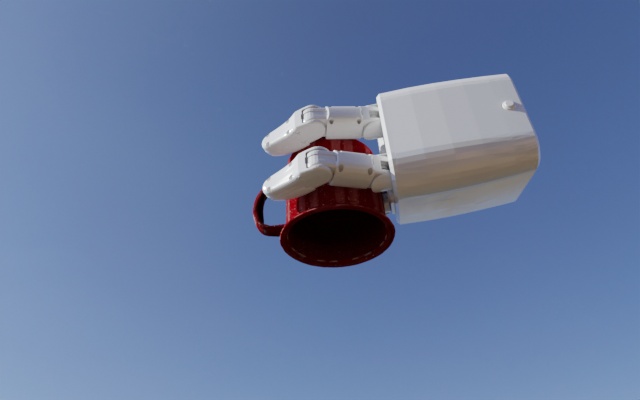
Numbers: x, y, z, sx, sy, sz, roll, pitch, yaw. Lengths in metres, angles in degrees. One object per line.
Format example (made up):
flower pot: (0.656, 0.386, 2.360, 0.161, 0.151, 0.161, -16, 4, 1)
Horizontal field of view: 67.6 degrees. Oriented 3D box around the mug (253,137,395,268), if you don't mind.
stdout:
mug: (-0.001, 0.001, 0.409, 0.117, 0.081, 0.093, -9, -37, 7)
